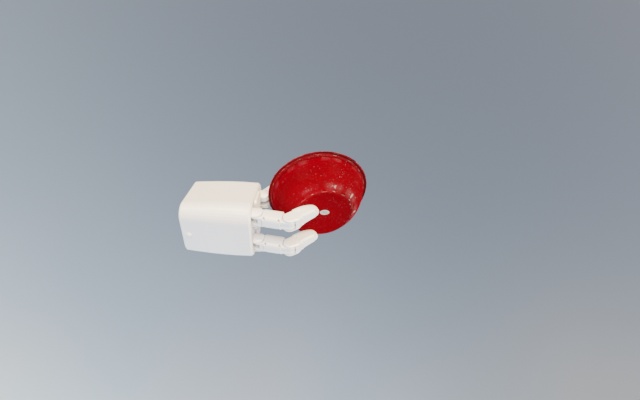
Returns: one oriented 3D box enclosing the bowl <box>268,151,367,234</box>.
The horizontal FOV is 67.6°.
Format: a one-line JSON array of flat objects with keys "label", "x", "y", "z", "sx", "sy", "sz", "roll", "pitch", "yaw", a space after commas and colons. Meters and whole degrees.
[{"label": "bowl", "x": 0.001, "y": 0.002, "z": 0.754, "sx": 0.162, "sy": 0.162, "sz": 0.055, "roll": 0, "pitch": 42, "yaw": -14}]
